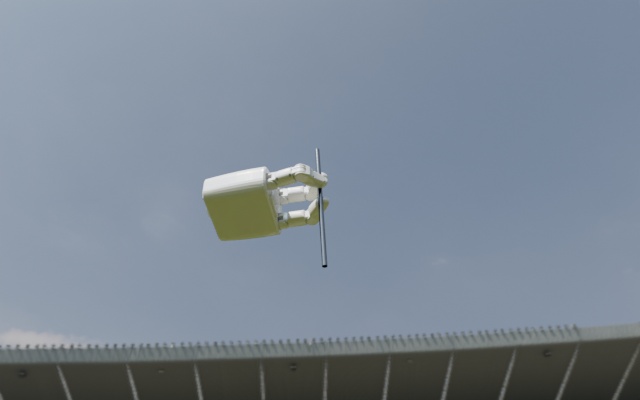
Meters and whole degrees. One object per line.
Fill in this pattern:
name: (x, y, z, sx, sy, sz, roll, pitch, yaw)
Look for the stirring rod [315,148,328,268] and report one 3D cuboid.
stirring rod: (0.000, 0.003, 0.756, 0.011, 0.239, 0.011, -2, -41, -2)
